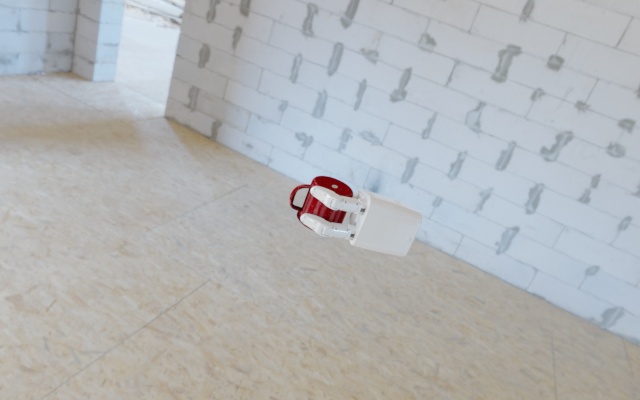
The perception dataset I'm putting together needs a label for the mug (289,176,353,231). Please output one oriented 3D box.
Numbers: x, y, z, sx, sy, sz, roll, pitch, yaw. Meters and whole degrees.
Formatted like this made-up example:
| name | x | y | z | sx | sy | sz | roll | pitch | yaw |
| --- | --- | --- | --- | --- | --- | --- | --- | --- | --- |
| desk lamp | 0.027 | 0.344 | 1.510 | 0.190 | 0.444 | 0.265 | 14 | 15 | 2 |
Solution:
| name | x | y | z | sx | sy | sz | roll | pitch | yaw |
| --- | --- | --- | --- | --- | --- | --- | --- | --- | --- |
| mug | -0.001 | 0.002 | 0.892 | 0.117 | 0.081 | 0.093 | 16 | 24 | -11 |
